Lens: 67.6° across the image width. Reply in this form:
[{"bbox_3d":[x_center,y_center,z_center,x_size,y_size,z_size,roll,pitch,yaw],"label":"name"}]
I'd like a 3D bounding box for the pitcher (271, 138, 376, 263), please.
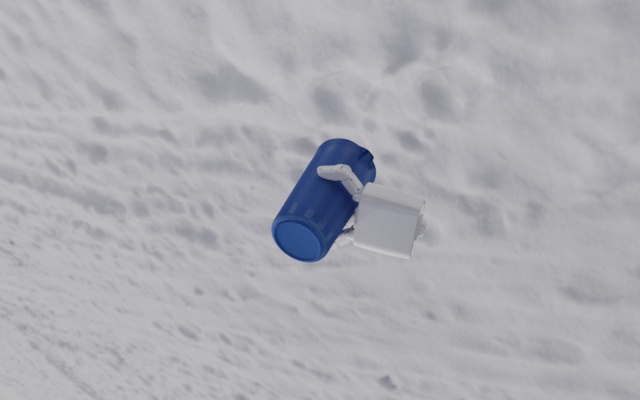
[{"bbox_3d":[0.000,0.003,0.897,0.145,0.149,0.242,16,42,17],"label":"pitcher"}]
